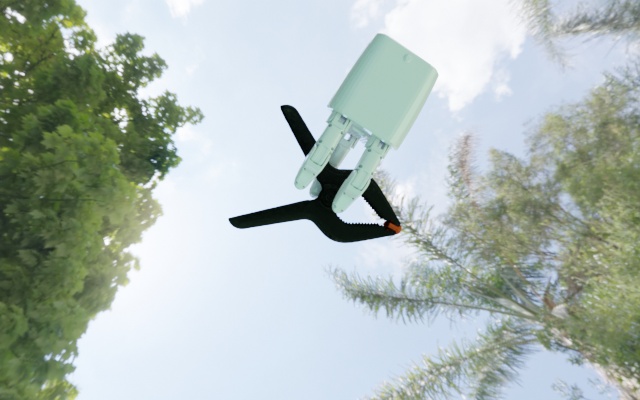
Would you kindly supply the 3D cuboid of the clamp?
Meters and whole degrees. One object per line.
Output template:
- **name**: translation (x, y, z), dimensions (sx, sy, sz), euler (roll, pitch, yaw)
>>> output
- **clamp**: translation (0.001, 0.002, 0.601), dimensions (0.210, 0.164, 0.036), euler (32, 1, -8)
